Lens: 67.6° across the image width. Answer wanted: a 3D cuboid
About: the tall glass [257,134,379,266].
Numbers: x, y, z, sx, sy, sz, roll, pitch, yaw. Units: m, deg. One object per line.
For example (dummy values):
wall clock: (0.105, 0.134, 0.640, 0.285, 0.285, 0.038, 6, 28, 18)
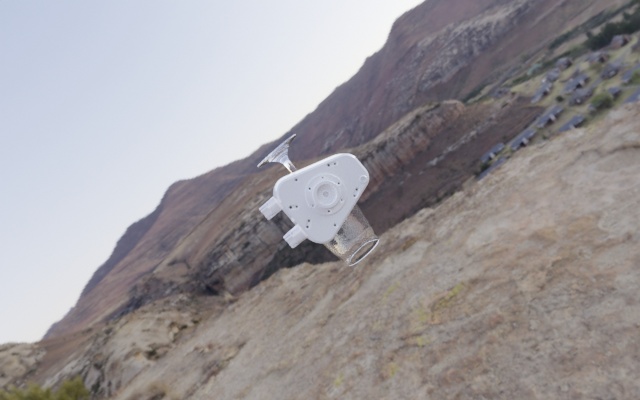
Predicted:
tall glass: (0.000, 0.002, 0.707, 0.079, 0.201, 0.079, -40, 4, 4)
